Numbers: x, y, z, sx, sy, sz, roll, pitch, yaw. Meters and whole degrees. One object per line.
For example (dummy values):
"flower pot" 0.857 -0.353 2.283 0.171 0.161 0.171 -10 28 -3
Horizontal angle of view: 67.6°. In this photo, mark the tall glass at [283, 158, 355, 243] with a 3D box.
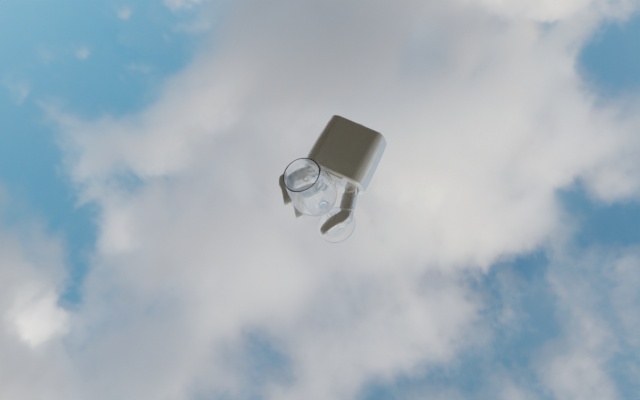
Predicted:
"tall glass" 0.000 0.003 0.825 0.079 0.079 0.201 0 -25 20
